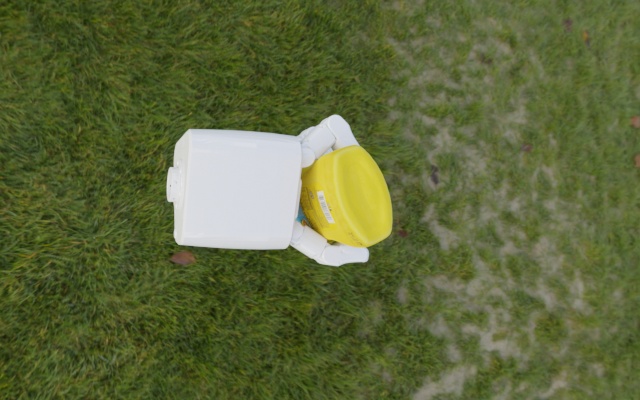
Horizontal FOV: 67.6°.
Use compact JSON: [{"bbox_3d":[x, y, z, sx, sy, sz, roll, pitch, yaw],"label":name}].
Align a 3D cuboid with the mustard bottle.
[{"bbox_3d":[0.000,0.002,0.525,0.058,0.096,0.191,-25,7,-25],"label":"mustard bottle"}]
